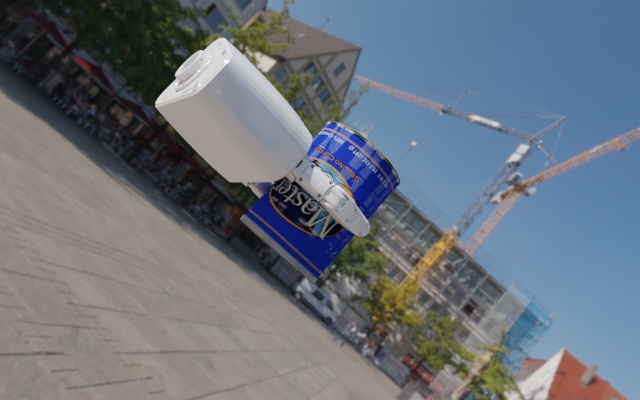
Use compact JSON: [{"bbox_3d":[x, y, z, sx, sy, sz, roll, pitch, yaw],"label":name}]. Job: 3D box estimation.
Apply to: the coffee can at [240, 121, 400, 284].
[{"bbox_3d":[0.000,0.002,0.506,0.103,0.140,0.103,41,-8,7],"label":"coffee can"}]
